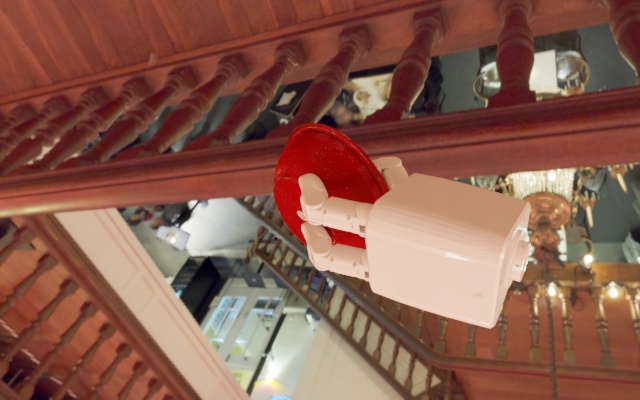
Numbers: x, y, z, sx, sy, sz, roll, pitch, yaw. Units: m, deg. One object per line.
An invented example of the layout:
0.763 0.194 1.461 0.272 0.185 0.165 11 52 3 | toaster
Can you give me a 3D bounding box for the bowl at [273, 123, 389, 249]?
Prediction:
-0.001 0.002 0.510 0.055 0.162 0.162 -36 20 -30 | bowl
